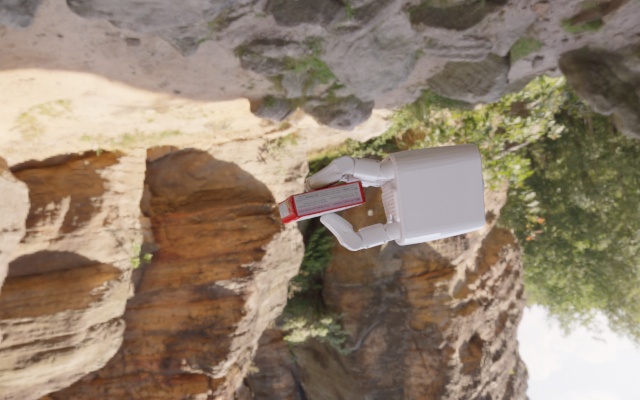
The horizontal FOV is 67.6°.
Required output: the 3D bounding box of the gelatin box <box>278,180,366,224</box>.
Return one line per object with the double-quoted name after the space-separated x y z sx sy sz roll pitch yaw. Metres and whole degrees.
0.000 0.002 0.575 0.089 0.030 0.073 -13 -3 -18 "gelatin box"
